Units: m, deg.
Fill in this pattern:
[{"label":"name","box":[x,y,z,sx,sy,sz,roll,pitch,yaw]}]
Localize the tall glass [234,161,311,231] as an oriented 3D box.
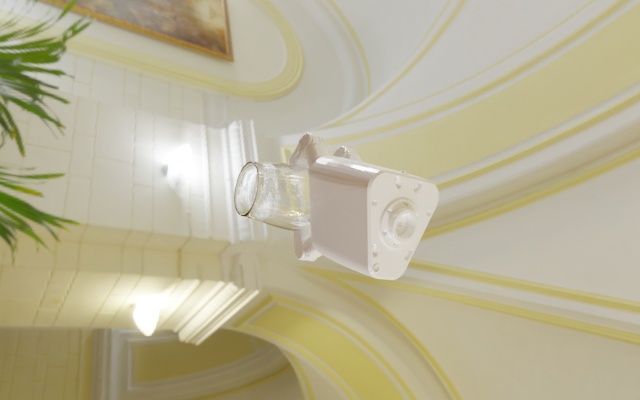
[{"label":"tall glass","box":[0.001,0.002,0.580,0.201,0.079,0.079,10,-6,-32]}]
